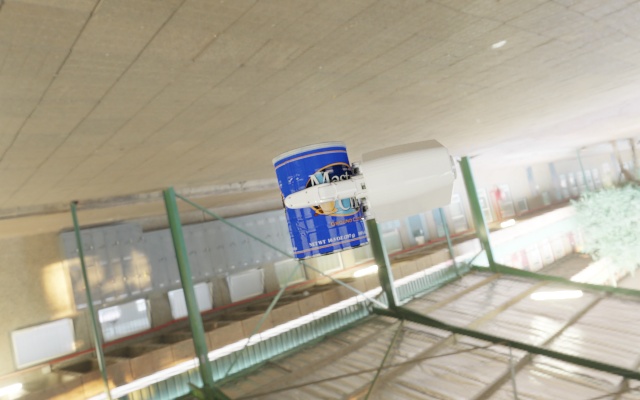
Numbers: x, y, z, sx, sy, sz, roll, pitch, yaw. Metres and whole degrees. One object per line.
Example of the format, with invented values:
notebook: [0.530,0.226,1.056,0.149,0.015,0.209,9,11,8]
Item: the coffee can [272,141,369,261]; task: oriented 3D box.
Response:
coffee can: [0.000,0.002,0.644,0.103,0.140,0.103,-13,-4,-1]
